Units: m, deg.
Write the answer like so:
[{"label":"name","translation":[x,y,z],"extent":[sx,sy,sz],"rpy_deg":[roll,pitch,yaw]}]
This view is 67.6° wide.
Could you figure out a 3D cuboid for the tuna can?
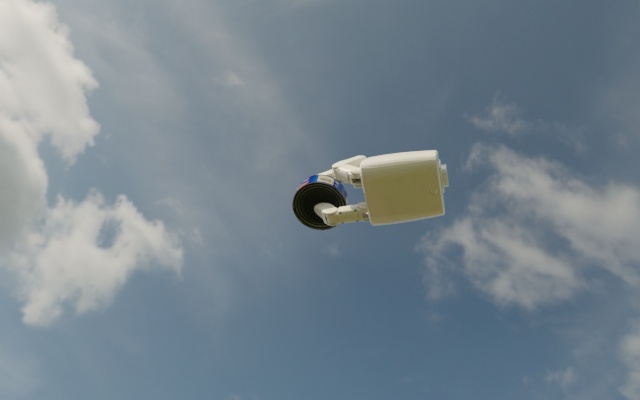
[{"label":"tuna can","translation":[0.000,0.002,0.762],"extent":[0.086,0.086,0.033],"rpy_deg":[0,28,8]}]
